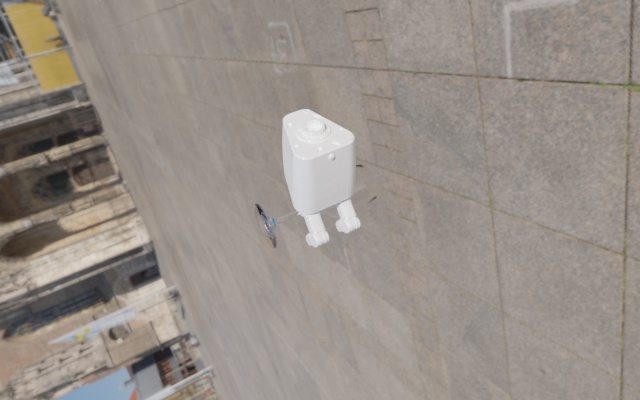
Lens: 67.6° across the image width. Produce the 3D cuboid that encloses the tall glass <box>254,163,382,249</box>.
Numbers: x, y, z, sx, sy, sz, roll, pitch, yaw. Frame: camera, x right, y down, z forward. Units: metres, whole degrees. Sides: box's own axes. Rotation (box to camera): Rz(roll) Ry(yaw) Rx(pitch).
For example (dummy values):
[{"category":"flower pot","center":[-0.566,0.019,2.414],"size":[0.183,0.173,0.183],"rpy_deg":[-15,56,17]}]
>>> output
[{"category":"tall glass","center":[-0.001,0.003,0.765],"size":[0.201,0.079,0.079],"rpy_deg":[-23,8,-20]}]
